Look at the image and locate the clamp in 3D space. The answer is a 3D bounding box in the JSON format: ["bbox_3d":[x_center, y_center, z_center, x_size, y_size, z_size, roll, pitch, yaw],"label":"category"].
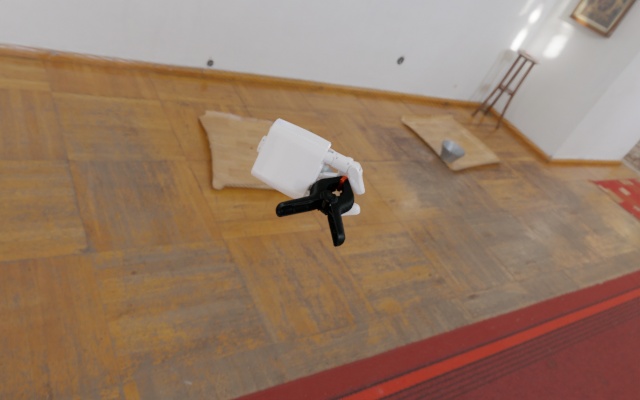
[{"bbox_3d":[0.000,0.002,0.805,0.120,0.039,0.171,27,34,-1],"label":"clamp"}]
